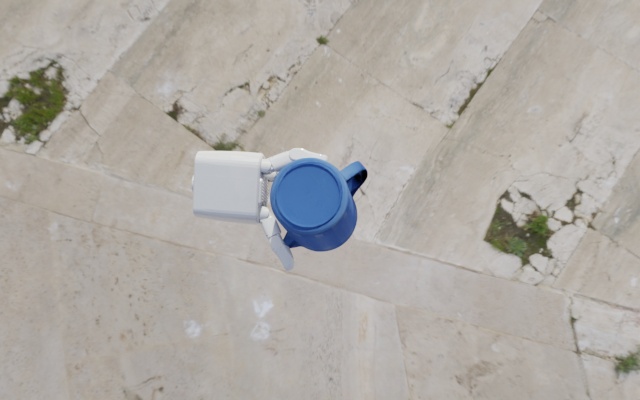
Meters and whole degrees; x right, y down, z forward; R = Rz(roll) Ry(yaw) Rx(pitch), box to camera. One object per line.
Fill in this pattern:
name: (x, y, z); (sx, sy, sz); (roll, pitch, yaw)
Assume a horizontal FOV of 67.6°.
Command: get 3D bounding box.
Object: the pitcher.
pitcher: (0.000, 0.003, 0.755); (0.145, 0.149, 0.243); (4, -8, 4)
